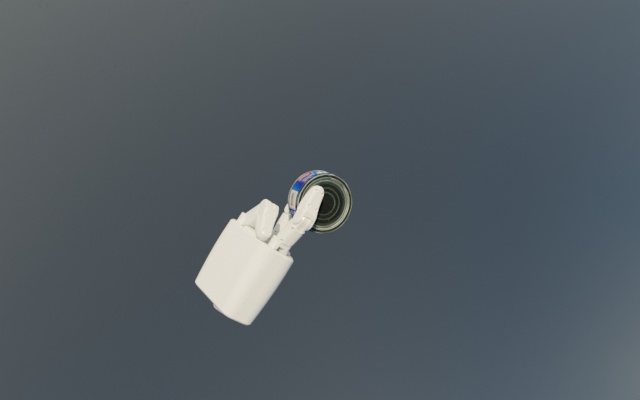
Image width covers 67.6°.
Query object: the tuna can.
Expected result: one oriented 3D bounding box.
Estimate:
[{"bbox_3d":[0.000,0.002,0.662,0.086,0.086,0.033,0,9,-25],"label":"tuna can"}]
